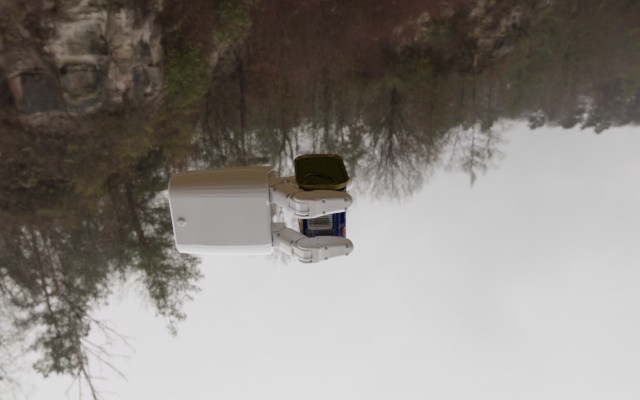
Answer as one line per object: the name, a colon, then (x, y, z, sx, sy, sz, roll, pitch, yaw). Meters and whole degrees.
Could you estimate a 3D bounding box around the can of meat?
can of meat: (0.000, 0.002, 0.551, 0.057, 0.084, 0.102, -2, 24, -4)
